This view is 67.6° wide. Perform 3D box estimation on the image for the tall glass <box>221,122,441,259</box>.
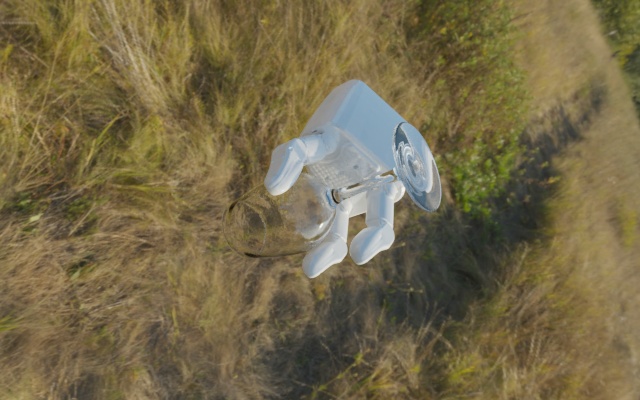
[{"bbox_3d":[0.001,0.001,0.429,0.201,0.079,0.079,-20,-12,34],"label":"tall glass"}]
